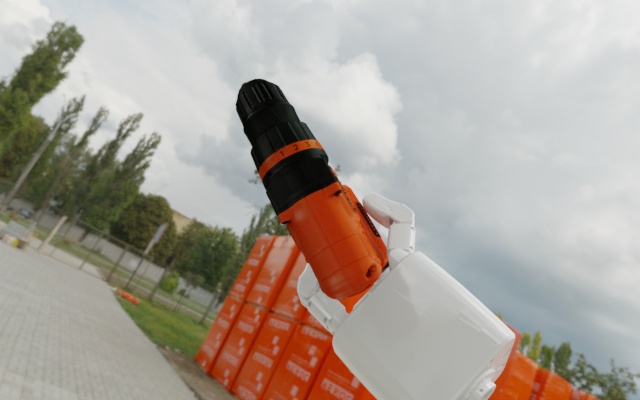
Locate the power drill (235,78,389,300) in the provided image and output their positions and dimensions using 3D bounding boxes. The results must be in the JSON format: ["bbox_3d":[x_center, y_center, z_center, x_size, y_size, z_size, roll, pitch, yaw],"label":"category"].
[{"bbox_3d":[0.000,0.002,0.416,0.057,0.184,0.188,-29,-18,7],"label":"power drill"}]
